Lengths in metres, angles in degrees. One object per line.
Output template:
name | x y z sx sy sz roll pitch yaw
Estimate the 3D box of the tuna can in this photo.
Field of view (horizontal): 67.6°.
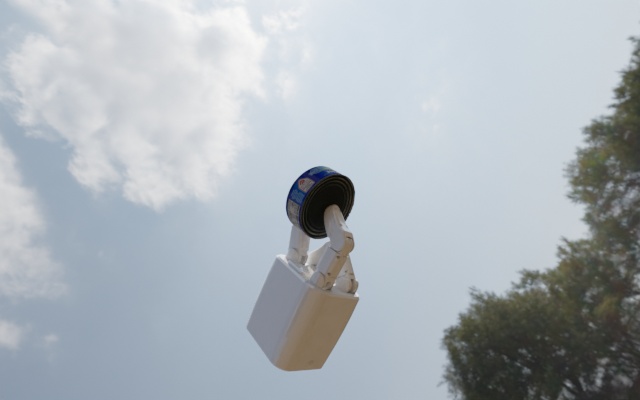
tuna can | 0.000 0.002 0.583 0.086 0.086 0.033 0 24 -44
